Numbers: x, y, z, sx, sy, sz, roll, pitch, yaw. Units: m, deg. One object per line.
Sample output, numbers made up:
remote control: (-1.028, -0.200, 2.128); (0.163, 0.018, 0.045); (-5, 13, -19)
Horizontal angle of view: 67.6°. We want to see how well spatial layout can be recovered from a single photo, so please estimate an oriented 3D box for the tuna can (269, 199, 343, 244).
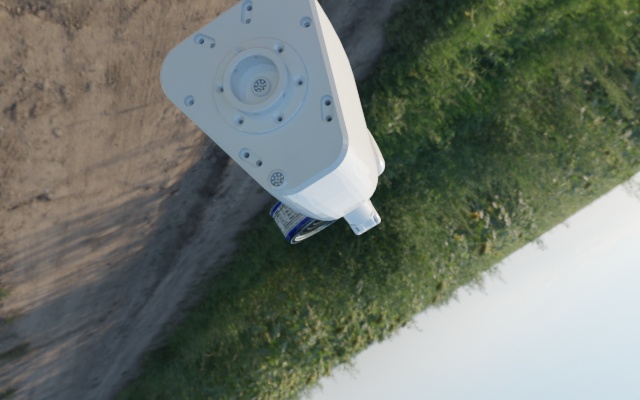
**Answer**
tuna can: (0.000, 0.002, 0.415); (0.086, 0.033, 0.086); (-32, -10, -6)
